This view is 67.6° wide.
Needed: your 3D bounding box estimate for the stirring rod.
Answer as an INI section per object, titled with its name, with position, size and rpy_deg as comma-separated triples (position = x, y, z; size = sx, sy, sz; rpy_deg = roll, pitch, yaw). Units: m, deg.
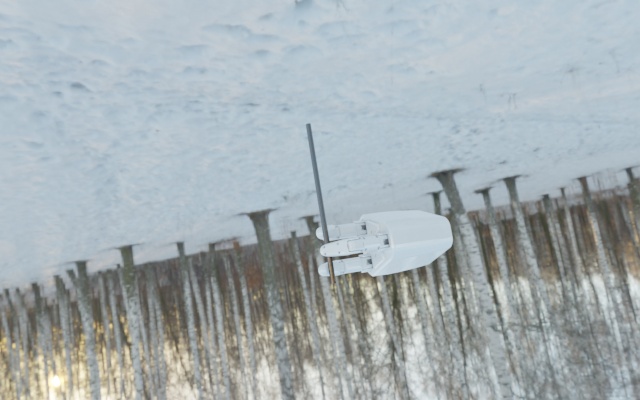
[stirring rod]
position = 0.000, 0.002, 0.705
size = 0.011, 0.239, 0.011
rpy_deg = -9, -8, -1
